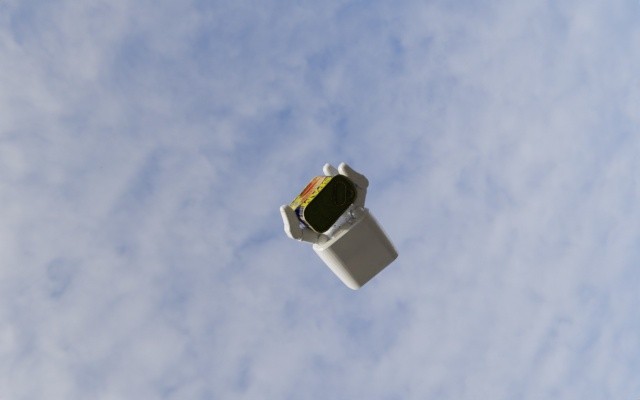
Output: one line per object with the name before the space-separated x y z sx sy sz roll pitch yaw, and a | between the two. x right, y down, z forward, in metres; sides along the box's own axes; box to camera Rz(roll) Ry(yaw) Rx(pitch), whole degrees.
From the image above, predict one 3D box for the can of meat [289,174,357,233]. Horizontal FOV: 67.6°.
can of meat | 0.000 0.003 0.812 0.057 0.102 0.084 48 -15 -19
